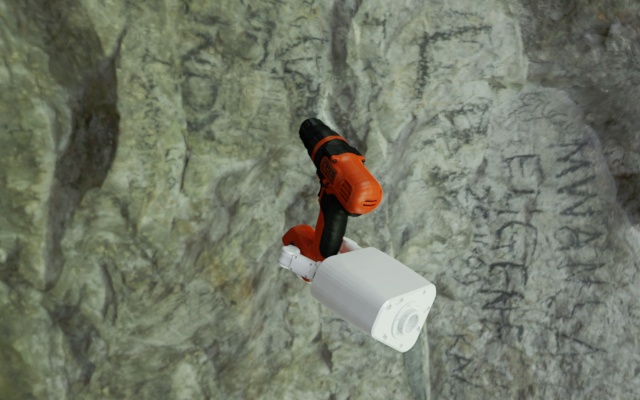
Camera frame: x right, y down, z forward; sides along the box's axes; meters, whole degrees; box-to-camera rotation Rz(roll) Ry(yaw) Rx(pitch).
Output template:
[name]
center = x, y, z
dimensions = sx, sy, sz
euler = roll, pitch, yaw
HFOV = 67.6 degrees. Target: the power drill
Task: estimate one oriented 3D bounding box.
[power drill]
center = 0.000, 0.003, 0.648
dimensions = 0.057, 0.188, 0.184
euler = -2, 38, -27
